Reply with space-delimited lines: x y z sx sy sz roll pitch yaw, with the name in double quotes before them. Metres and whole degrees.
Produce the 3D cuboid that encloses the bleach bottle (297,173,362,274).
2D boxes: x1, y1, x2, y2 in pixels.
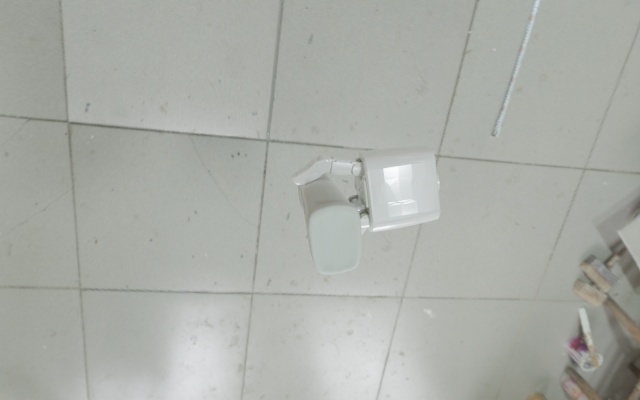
"bleach bottle" 0.000 0.002 0.707 0.068 0.103 0.250 -8 25 -6
